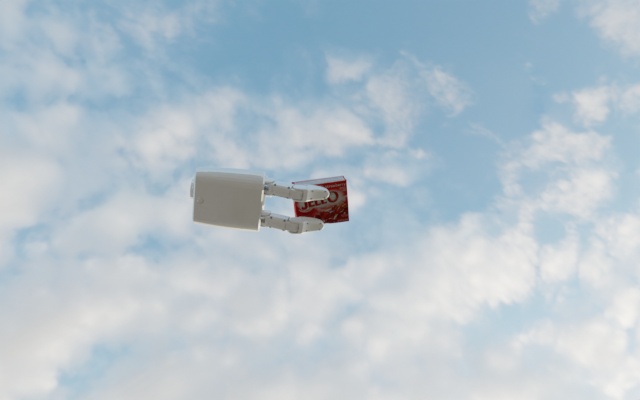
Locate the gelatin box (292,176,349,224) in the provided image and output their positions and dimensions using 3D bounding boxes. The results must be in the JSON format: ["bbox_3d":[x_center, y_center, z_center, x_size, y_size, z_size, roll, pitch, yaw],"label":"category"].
[{"bbox_3d":[0.000,0.002,0.780,0.089,0.073,0.030,-8,22,-7],"label":"gelatin box"}]
